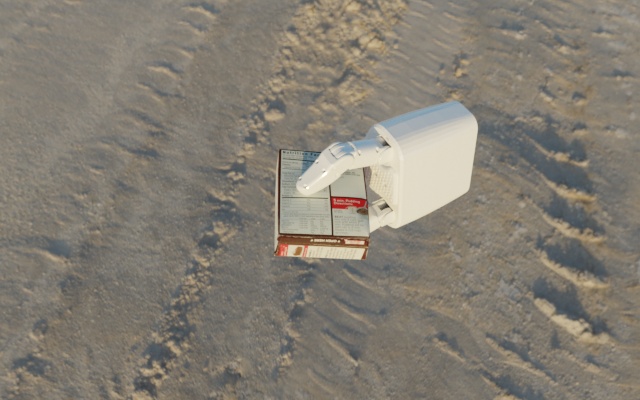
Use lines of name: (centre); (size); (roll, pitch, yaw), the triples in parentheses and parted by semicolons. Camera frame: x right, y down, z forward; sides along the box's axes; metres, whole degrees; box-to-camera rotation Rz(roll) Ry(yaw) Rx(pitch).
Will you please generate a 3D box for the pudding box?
pudding box: (0.000, 0.001, 0.475); (0.090, 0.113, 0.039); (3, -40, -6)
